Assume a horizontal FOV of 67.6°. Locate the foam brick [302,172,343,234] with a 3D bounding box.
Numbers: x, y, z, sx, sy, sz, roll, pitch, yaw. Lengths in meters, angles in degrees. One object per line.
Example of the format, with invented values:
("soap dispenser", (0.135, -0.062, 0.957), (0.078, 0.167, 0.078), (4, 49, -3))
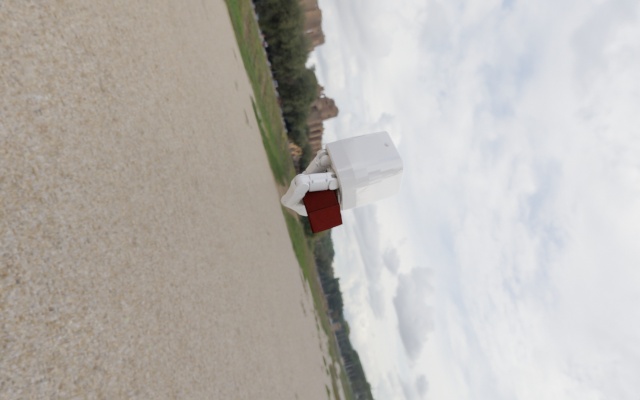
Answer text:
("foam brick", (0.000, 0.003, 0.761), (0.051, 0.078, 0.053), (-14, -42, -4))
